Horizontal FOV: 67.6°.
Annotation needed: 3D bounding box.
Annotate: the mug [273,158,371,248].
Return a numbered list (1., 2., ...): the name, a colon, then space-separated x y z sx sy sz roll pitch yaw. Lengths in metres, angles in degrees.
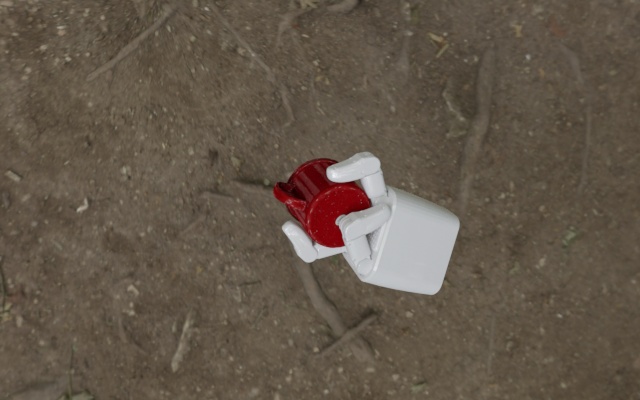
1. mug: -0.001 0.002 0.571 0.117 0.093 0.081 16 16 -25
